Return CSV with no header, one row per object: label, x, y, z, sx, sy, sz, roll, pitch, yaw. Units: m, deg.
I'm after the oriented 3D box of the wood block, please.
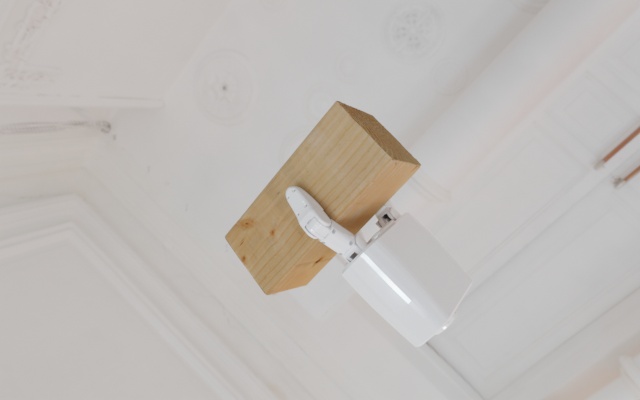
wood block,0.000,0.002,0.538,0.206,0.090,0.091,-48,-23,20
